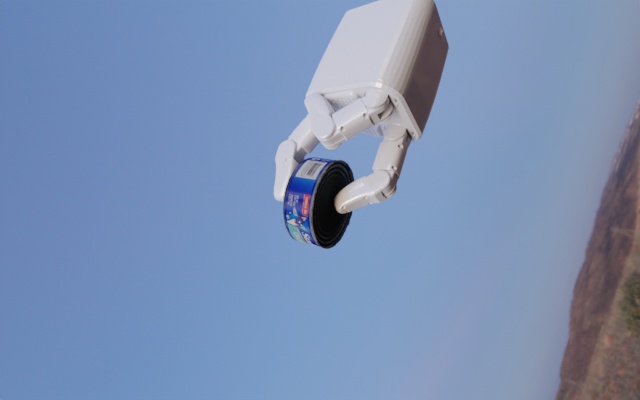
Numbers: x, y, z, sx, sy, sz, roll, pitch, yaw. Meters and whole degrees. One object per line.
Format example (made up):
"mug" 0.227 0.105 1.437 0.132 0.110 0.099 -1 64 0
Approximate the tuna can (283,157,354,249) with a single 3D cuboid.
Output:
"tuna can" 0.000 0.001 0.462 0.034 0.086 0.086 11 5 28
